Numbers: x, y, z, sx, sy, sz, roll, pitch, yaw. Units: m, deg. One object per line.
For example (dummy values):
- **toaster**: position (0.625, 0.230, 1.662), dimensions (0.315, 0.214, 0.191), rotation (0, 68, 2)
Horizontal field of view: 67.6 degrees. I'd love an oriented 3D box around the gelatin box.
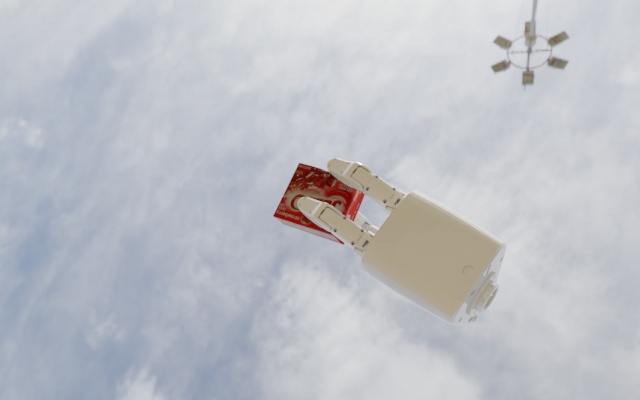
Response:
- **gelatin box**: position (0.000, 0.002, 0.549), dimensions (0.089, 0.073, 0.030), rotation (16, -16, 31)
